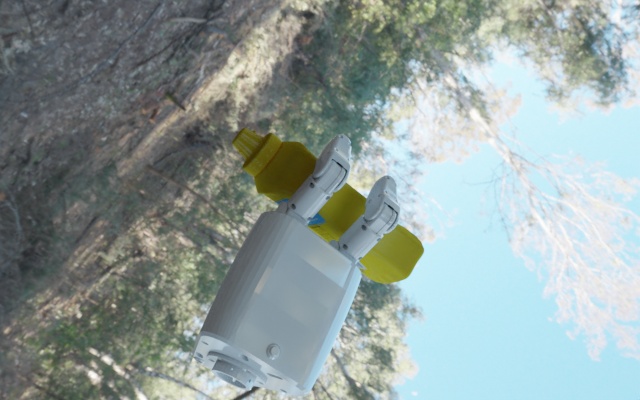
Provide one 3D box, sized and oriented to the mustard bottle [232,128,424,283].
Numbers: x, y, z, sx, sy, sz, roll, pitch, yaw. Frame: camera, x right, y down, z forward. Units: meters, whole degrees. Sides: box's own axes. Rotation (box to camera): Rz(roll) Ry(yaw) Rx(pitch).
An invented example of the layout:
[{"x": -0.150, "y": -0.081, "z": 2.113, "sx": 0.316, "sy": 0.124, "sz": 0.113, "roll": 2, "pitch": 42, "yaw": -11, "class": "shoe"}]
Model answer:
[{"x": 0.000, "y": 0.001, "z": 0.438, "sx": 0.192, "sy": 0.058, "sz": 0.096, "roll": 38, "pitch": -10, "yaw": -17, "class": "mustard bottle"}]
